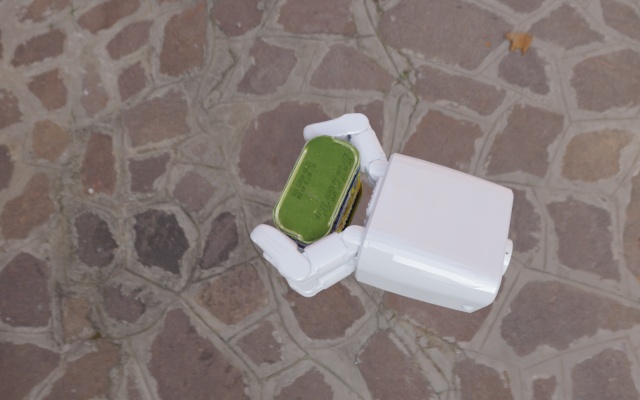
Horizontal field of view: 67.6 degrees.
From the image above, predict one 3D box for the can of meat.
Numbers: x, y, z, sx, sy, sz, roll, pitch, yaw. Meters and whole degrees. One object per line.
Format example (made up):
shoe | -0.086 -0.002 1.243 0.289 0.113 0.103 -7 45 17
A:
can of meat | 0.000 0.001 0.435 0.057 0.102 0.084 21 -16 11
